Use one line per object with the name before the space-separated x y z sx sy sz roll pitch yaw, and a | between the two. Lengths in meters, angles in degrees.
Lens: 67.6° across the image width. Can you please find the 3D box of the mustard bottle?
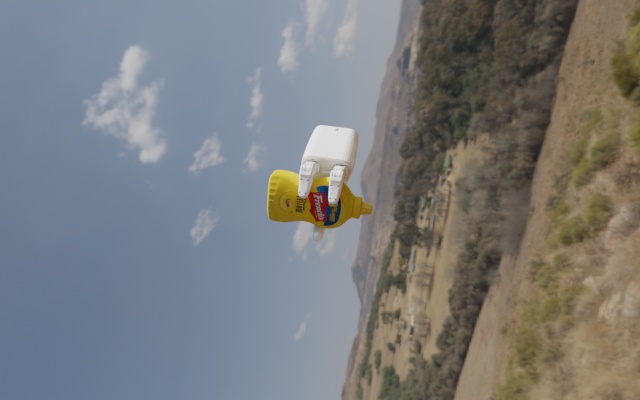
mustard bottle | 0.000 0.003 0.884 0.191 0.096 0.058 8 22 8
